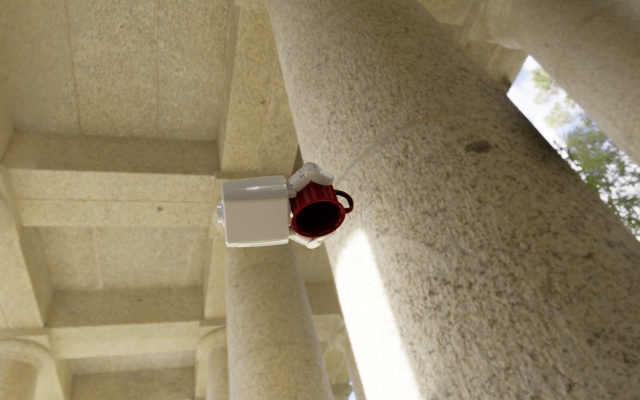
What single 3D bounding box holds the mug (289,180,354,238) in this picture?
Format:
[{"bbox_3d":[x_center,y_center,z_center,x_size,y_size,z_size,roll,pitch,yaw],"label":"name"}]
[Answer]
[{"bbox_3d":[0.001,0.002,0.825,0.117,0.093,0.081,-4,44,-14],"label":"mug"}]
